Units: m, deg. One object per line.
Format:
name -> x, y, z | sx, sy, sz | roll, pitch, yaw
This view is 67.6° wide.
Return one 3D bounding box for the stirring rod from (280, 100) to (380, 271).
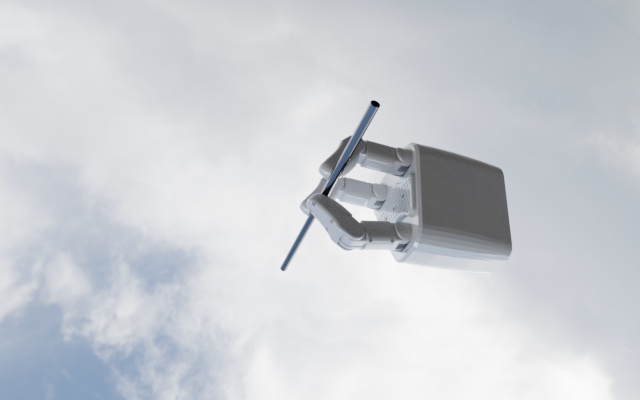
stirring rod -> 0.000, 0.001, 0.442 | 0.011, 0.011, 0.240 | 0, -38, -25
